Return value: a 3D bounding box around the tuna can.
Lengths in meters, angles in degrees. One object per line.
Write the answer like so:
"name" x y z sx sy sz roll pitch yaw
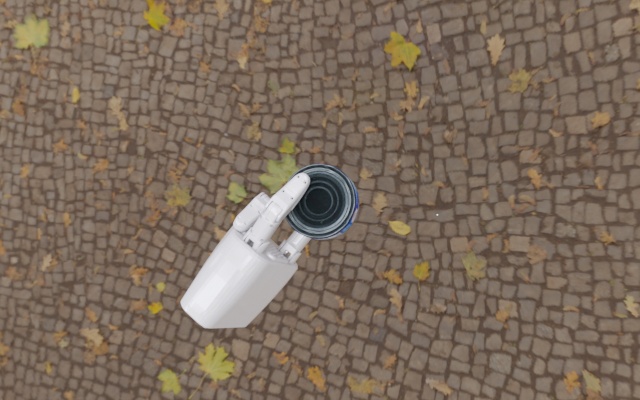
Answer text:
"tuna can" 0.000 0.002 0.542 0.086 0.086 0.034 0 -6 10
